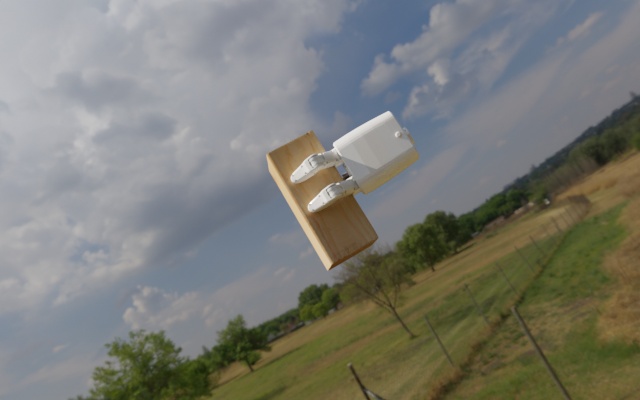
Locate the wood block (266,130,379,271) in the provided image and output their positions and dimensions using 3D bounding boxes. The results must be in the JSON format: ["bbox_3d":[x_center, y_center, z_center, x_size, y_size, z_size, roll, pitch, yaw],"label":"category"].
[{"bbox_3d":[0.000,0.002,0.796,0.090,0.206,0.091,-29,-12,-9],"label":"wood block"}]
